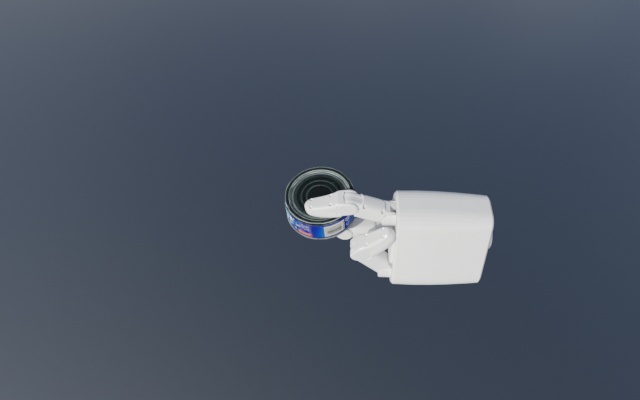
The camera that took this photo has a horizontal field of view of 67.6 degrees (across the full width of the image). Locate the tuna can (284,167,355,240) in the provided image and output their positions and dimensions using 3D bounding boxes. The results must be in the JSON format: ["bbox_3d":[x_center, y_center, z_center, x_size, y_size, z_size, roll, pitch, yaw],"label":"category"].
[{"bbox_3d":[0.000,0.002,0.570,0.086,0.086,0.034,0,-34,5],"label":"tuna can"}]
